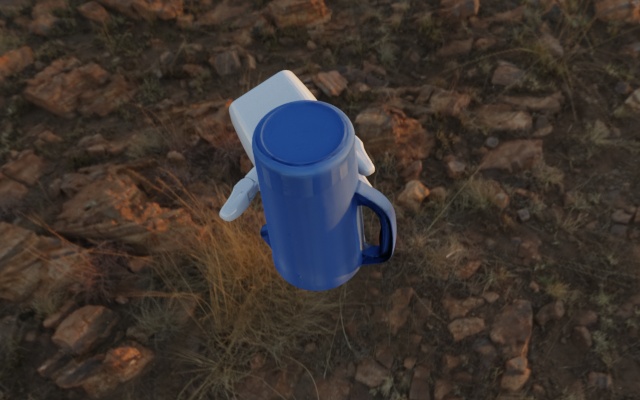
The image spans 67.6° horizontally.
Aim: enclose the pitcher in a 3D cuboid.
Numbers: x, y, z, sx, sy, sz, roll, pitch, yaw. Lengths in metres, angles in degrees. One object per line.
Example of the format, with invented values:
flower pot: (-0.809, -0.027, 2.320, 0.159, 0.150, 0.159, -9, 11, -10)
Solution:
pitcher: (0.000, 0.002, 0.581, 0.149, 0.145, 0.243, -25, -34, -13)
